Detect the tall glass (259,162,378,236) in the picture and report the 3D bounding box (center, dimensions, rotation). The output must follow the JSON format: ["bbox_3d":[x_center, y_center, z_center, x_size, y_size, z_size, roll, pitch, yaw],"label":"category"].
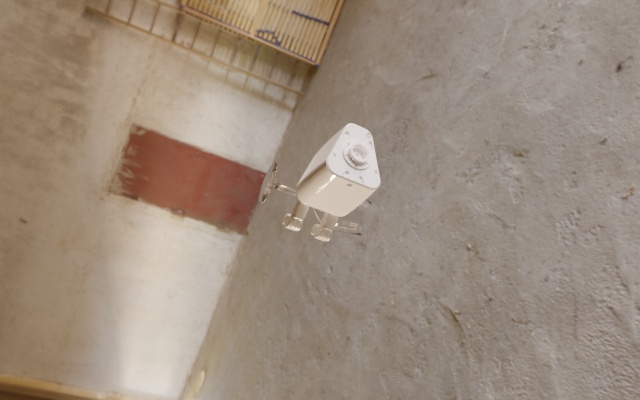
[{"bbox_3d":[-0.001,0.002,0.832,0.201,0.079,0.079,20,-7,-19],"label":"tall glass"}]
